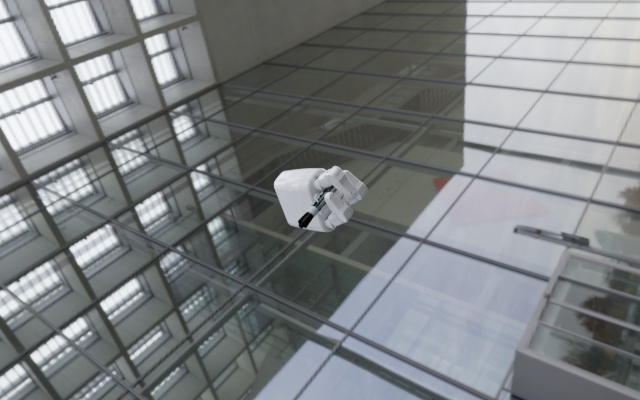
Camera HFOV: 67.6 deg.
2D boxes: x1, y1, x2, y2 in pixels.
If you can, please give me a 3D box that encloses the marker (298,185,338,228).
[{"bbox_3d":[0.000,0.003,0.820,0.020,0.020,0.121,0,43,49],"label":"marker"}]
